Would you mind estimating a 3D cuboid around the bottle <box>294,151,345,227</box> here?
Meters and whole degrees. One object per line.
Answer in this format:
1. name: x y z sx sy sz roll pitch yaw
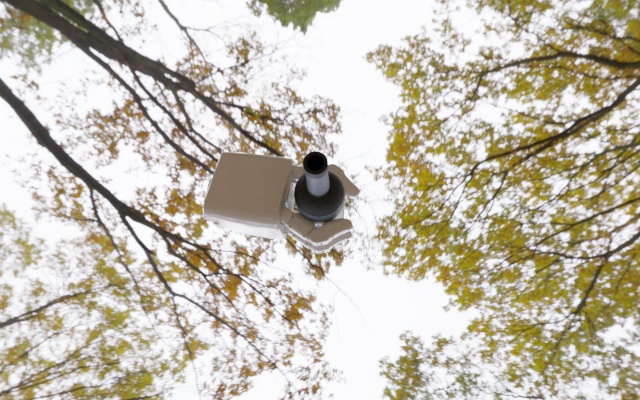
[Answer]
1. bottle: 0.000 0.002 0.654 0.069 0.069 0.296 0 -17 2
